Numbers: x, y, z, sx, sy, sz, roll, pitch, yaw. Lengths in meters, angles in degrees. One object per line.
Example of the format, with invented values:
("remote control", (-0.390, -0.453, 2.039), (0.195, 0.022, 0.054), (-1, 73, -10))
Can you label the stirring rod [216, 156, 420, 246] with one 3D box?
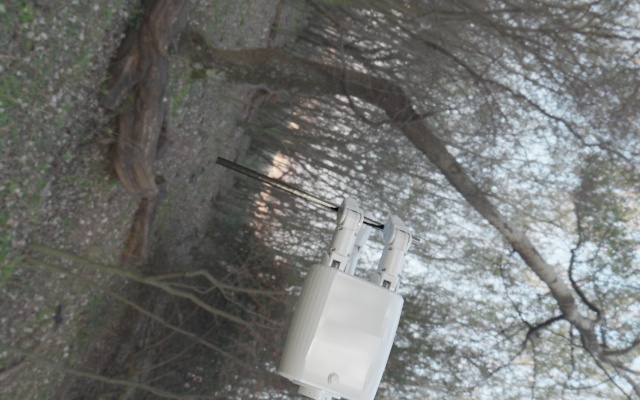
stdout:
("stirring rod", (0.000, 0.002, 0.524), (0.239, 0.011, 0.011), (22, -3, -7))
